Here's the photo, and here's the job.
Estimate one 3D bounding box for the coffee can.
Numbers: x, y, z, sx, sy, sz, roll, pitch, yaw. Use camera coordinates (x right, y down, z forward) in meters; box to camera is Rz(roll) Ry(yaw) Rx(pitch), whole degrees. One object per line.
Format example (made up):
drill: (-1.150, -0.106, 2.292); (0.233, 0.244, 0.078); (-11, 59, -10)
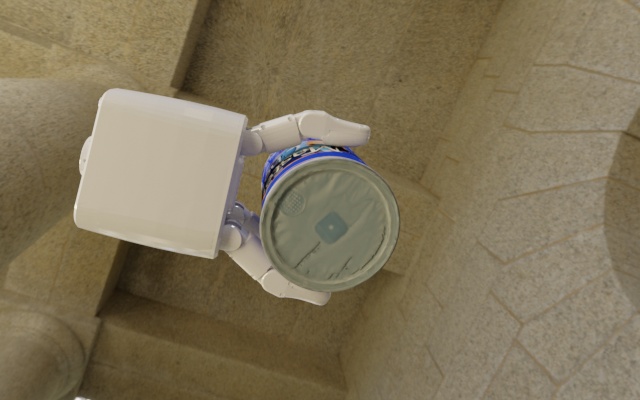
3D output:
coffee can: (0.000, 0.001, 0.410); (0.103, 0.103, 0.140); (0, 16, -7)
